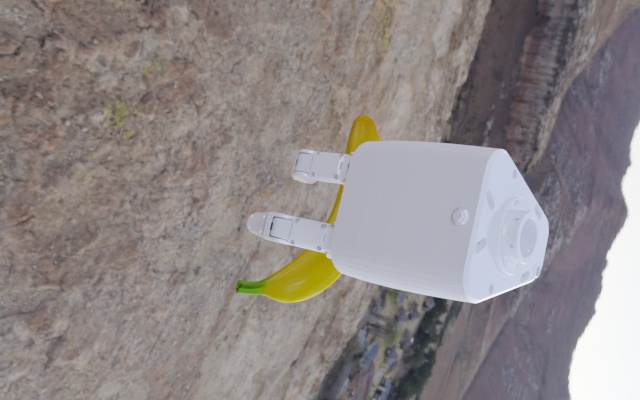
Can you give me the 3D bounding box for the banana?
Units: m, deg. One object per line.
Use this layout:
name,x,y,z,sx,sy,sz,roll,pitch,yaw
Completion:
banana,0.012,0.016,0.418,0.070,0.197,0.037,40,-18,-17
